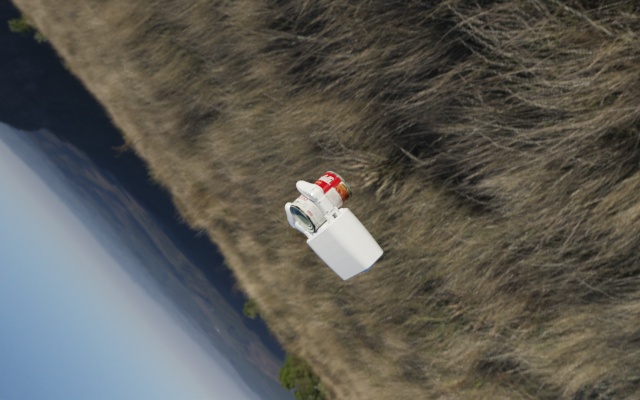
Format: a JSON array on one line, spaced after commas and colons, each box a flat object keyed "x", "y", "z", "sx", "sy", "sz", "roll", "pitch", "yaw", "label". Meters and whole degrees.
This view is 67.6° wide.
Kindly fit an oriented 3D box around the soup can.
[{"x": 0.000, "y": 0.003, "z": 0.892, "sx": 0.102, "sy": 0.068, "sz": 0.068, "roll": -42, "pitch": 17, "yaw": -20, "label": "soup can"}]
